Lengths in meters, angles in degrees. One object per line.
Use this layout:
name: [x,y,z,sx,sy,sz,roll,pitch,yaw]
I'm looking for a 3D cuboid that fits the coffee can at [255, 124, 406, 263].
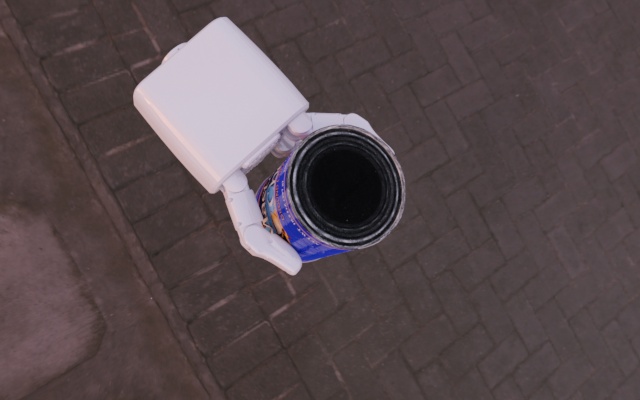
coffee can: [0.000,0.002,0.443,0.103,0.102,0.140,0,-11,-19]
